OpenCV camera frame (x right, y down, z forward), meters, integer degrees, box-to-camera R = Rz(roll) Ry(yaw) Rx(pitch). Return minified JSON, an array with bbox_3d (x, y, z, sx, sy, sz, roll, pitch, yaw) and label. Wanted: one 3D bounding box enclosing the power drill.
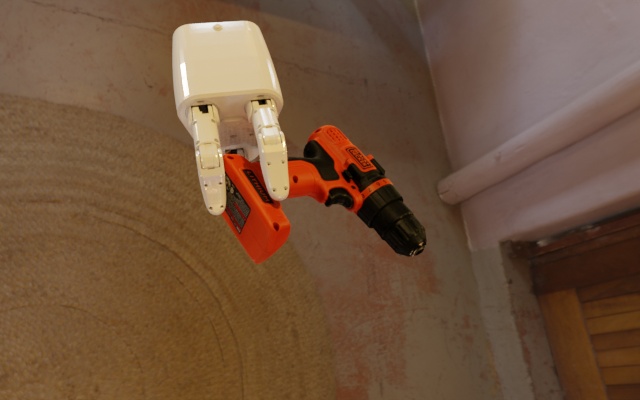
[{"bbox_3d":[0.000,0.001,0.483,0.187,0.057,0.184,-14,54,-42],"label":"power drill"}]
